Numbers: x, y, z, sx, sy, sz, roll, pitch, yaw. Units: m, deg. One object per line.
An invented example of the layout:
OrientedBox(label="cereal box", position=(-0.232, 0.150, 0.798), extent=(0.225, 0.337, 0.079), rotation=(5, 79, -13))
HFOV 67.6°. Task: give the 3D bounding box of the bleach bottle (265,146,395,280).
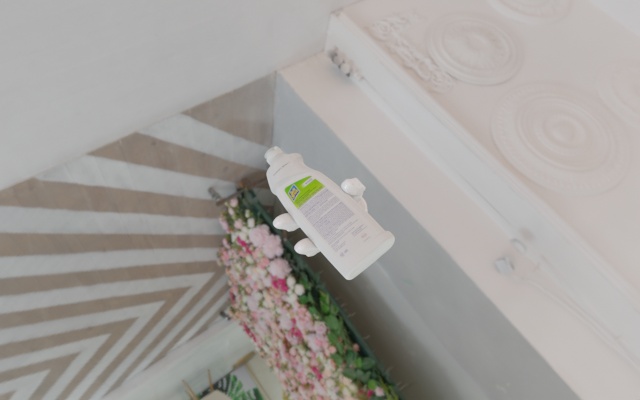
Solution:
OrientedBox(label="bleach bottle", position=(0.000, 0.003, 0.773), extent=(0.102, 0.250, 0.068), rotation=(-38, -19, -7))
